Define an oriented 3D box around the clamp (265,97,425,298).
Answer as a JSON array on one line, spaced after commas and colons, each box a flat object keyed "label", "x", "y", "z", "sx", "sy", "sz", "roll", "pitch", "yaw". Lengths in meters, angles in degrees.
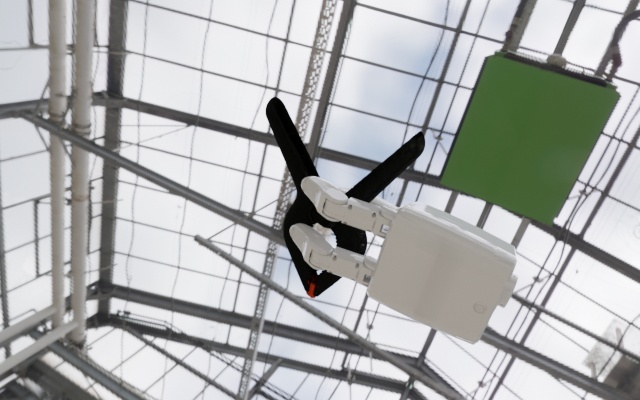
[{"label": "clamp", "x": 0.001, "y": 0.002, "z": 0.493, "sx": 0.164, "sy": 0.210, "sz": 0.036, "roll": 25, "pitch": 27, "yaw": 19}]
